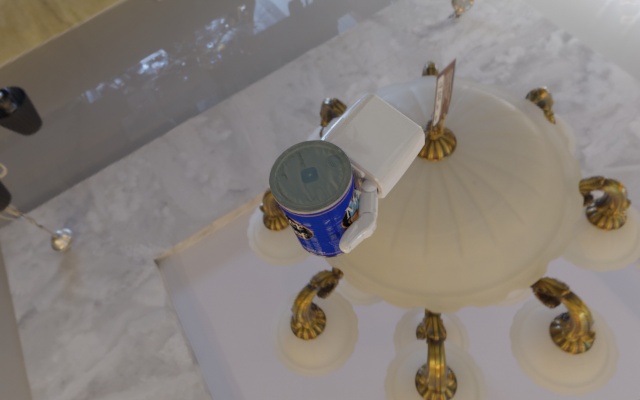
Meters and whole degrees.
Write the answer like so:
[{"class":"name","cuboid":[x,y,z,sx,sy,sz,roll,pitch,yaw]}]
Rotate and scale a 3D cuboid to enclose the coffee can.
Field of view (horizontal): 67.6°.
[{"class":"coffee can","cuboid":[0.000,0.002,0.635,0.103,0.102,0.140,0,-29,12]}]
